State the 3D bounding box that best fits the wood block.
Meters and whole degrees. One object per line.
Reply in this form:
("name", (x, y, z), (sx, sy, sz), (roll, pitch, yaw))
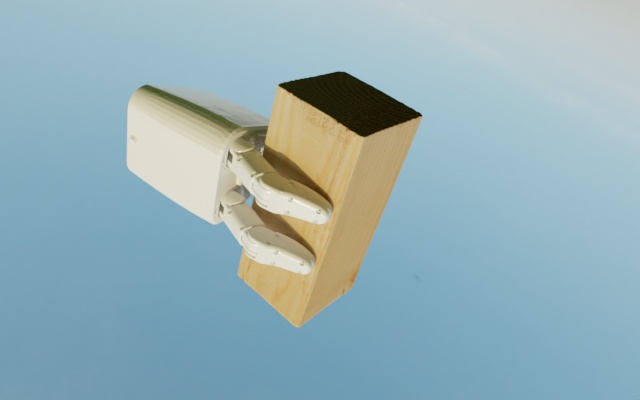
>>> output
("wood block", (0.000, 0.001, 0.435), (0.090, 0.206, 0.091), (36, 39, 24))
